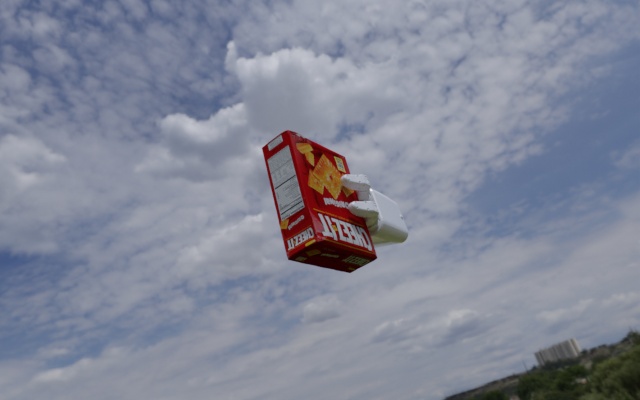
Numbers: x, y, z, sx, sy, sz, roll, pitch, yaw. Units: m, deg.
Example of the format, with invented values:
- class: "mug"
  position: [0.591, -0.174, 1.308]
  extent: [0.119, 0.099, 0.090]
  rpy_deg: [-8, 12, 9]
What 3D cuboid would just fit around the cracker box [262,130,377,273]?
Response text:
- class: "cracker box"
  position: [0.000, 0.003, 0.803]
  extent: [0.072, 0.213, 0.164]
  rpy_deg: [-33, -33, 28]
